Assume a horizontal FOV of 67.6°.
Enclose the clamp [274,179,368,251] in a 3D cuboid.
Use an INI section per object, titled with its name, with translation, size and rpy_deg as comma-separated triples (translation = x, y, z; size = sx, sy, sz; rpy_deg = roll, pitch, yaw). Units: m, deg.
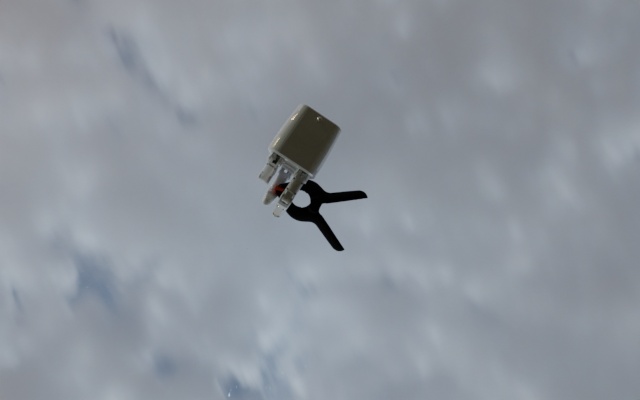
[clamp]
translation = 0.000, 0.003, 0.890
size = 0.171, 0.120, 0.039
rpy_deg = 33, -9, -4
